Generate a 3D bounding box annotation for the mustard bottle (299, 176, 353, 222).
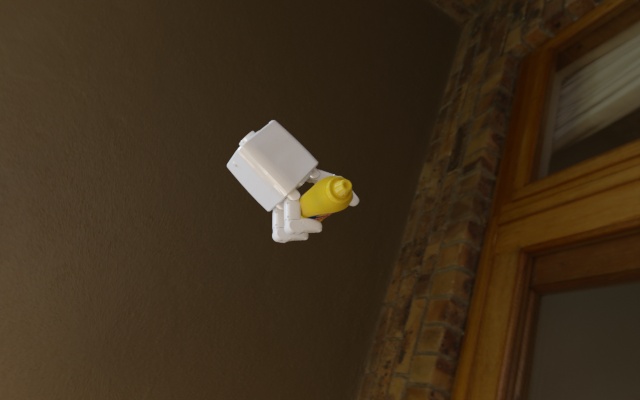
[{"bbox_3d":[0.000,0.003,0.791,0.096,0.058,0.192,-19,-8,-29],"label":"mustard bottle"}]
